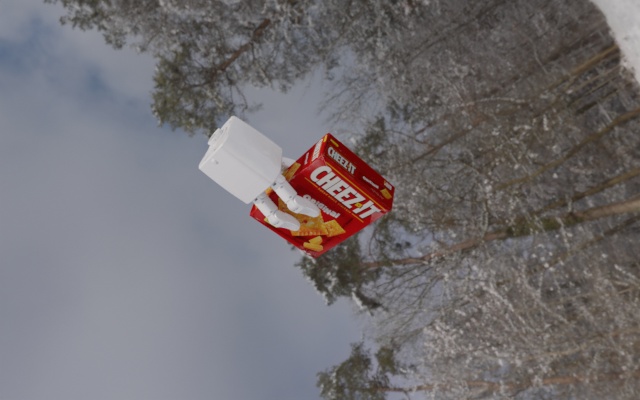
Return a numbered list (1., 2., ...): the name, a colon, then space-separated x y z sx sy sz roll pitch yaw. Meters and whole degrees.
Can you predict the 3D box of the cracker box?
1. cracker box: 0.000 0.003 0.866 0.164 0.072 0.214 37 -49 -21
